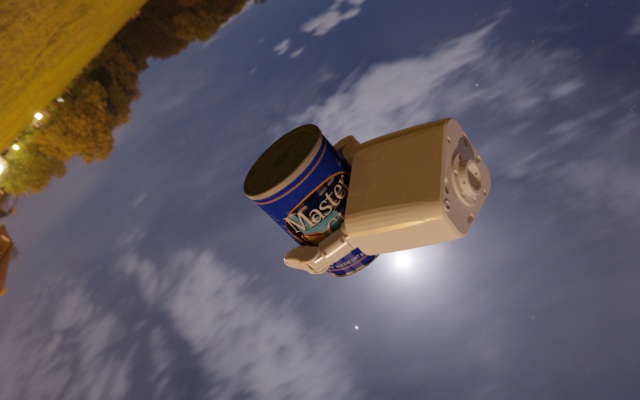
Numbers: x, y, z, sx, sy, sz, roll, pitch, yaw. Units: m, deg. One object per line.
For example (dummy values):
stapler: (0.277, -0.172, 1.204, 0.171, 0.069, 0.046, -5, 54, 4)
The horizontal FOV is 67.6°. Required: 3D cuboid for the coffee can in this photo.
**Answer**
coffee can: (0.000, 0.002, 0.526, 0.140, 0.102, 0.103, 47, -26, -28)
